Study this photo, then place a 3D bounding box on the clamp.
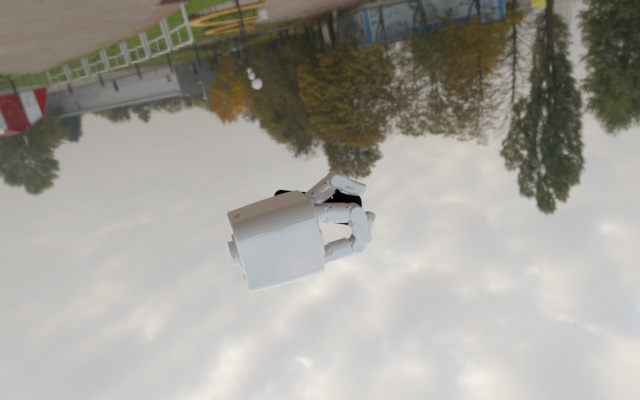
[{"bbox_3d":[0.000,0.003,0.716,0.120,0.039,0.171,-16,17,-12],"label":"clamp"}]
